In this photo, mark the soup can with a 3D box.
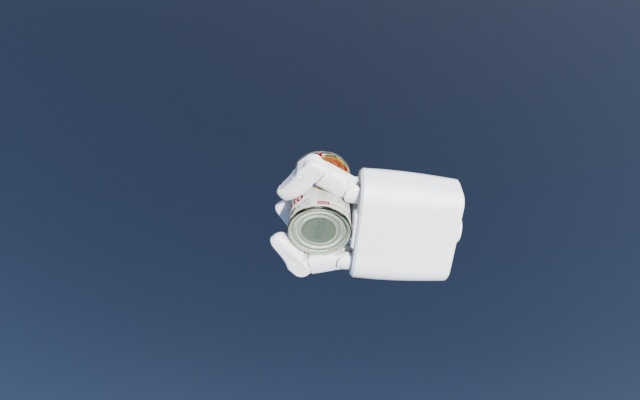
[{"bbox_3d":[0.000,0.002,0.525,0.068,0.069,0.102,0,39,2],"label":"soup can"}]
